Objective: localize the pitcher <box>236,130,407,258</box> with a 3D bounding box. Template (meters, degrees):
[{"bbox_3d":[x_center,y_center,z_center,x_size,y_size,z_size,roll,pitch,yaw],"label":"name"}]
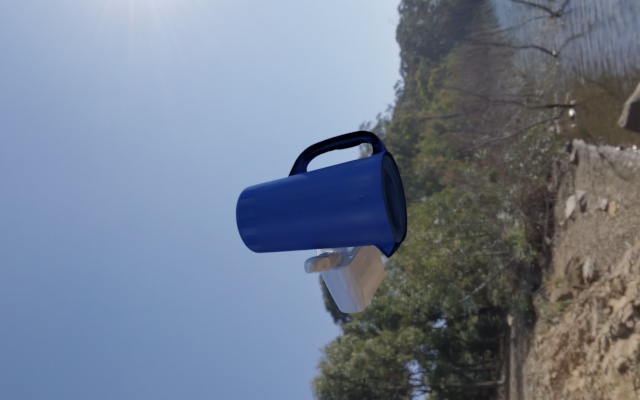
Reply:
[{"bbox_3d":[0.000,0.003,0.715,0.243,0.145,0.149,-9,35,21],"label":"pitcher"}]
